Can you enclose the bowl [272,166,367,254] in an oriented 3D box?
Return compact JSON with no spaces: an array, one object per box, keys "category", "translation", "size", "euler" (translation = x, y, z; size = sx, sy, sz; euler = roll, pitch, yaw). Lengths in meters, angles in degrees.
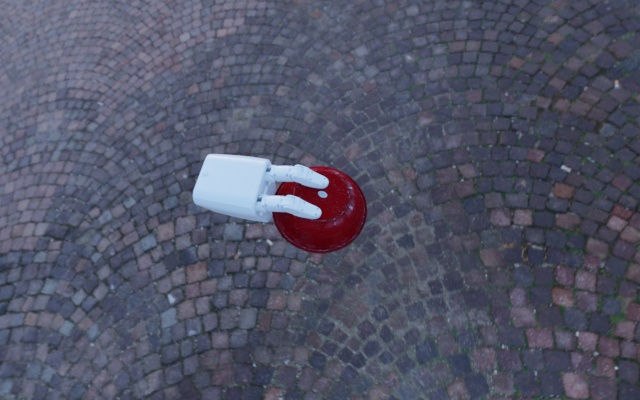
[{"category":"bowl","translation":[0.001,0.002,0.784],"size":[0.162,0.162,0.055],"euler":[0,-25,-3]}]
